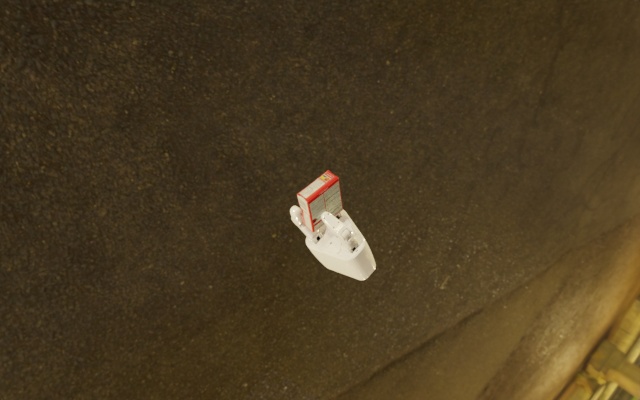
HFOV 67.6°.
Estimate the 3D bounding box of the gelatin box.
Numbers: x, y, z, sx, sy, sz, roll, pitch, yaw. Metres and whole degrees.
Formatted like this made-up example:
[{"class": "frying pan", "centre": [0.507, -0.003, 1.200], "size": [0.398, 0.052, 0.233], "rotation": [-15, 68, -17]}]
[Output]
[{"class": "gelatin box", "centre": [0.000, 0.003, 0.827], "size": [0.073, 0.089, 0.030], "rotation": [-38, 55, -22]}]
